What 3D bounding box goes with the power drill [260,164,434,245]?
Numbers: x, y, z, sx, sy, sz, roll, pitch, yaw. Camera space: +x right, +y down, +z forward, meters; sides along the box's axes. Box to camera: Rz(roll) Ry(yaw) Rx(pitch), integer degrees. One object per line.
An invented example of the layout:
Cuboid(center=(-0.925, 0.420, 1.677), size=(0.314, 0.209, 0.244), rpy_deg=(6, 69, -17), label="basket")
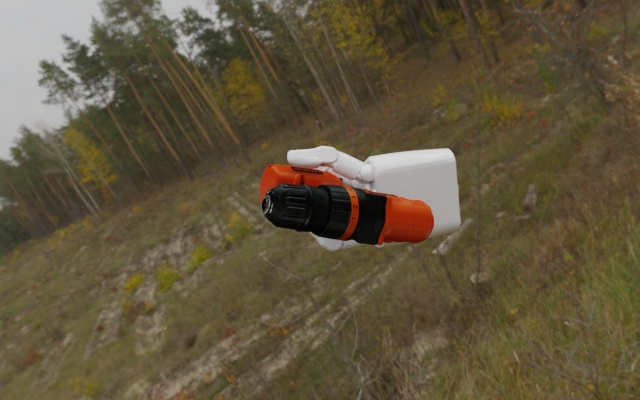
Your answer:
Cuboid(center=(0.000, 0.002, 0.518), size=(0.184, 0.057, 0.187), rpy_deg=(10, 8, -29), label="power drill")
